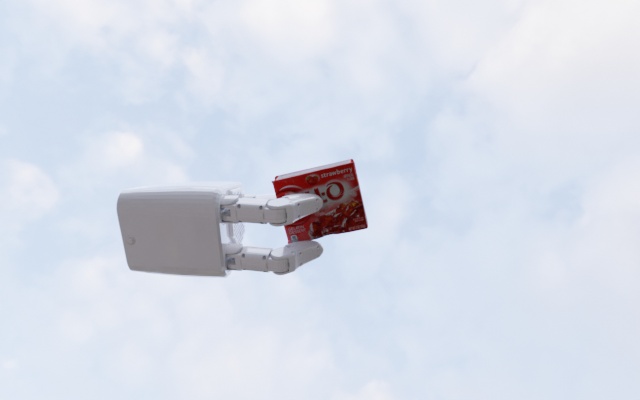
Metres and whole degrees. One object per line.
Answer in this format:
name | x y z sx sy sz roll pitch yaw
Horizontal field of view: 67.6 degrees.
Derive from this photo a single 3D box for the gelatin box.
gelatin box | 0.000 0.001 0.508 0.089 0.073 0.030 -12 14 6
